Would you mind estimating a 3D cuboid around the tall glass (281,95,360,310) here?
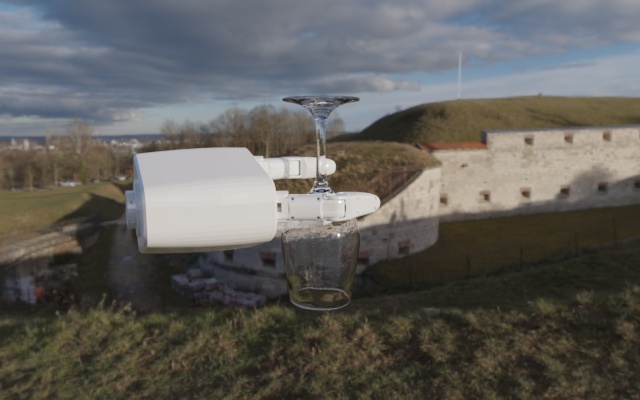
[{"bbox_3d":[0.000,0.001,0.469,0.079,0.201,0.079,0,8,0],"label":"tall glass"}]
